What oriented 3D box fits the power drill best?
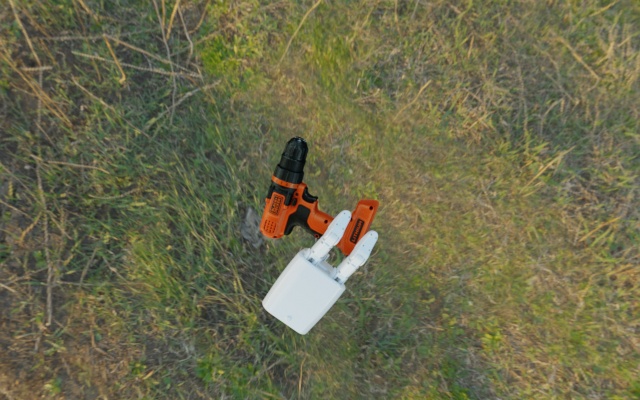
[{"bbox_3d":[0.000,0.003,0.813,0.187,0.184,0.057,22,18,12],"label":"power drill"}]
